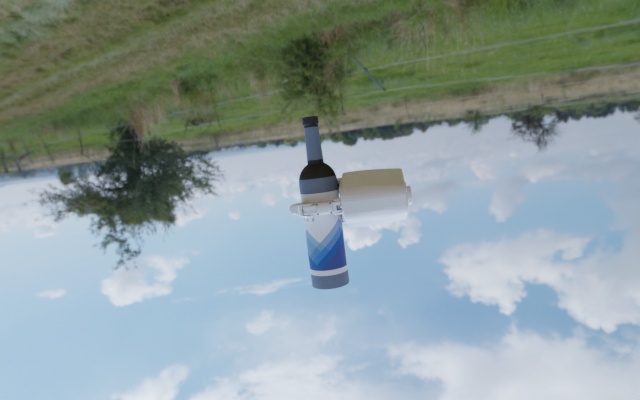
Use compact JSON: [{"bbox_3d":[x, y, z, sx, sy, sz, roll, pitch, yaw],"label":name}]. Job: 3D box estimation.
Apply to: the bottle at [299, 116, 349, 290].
[{"bbox_3d":[0.000,0.003,0.831,0.069,0.296,0.069,-7,6,1],"label":"bottle"}]
